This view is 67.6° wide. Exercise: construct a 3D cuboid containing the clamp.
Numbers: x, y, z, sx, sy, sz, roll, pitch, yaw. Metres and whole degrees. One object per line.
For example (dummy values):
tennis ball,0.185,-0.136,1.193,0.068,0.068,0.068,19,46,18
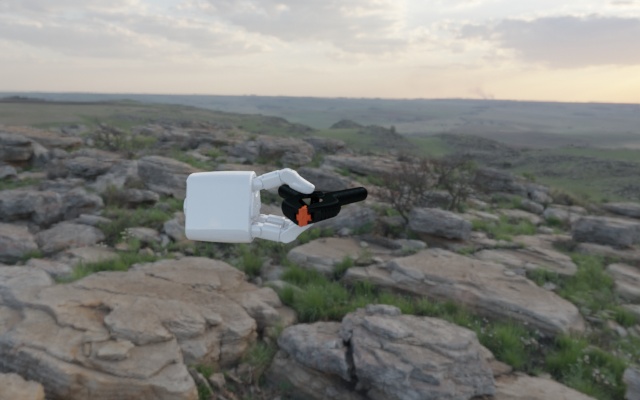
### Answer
clamp,0.000,0.002,0.791,0.164,0.036,0.210,0,12,2
